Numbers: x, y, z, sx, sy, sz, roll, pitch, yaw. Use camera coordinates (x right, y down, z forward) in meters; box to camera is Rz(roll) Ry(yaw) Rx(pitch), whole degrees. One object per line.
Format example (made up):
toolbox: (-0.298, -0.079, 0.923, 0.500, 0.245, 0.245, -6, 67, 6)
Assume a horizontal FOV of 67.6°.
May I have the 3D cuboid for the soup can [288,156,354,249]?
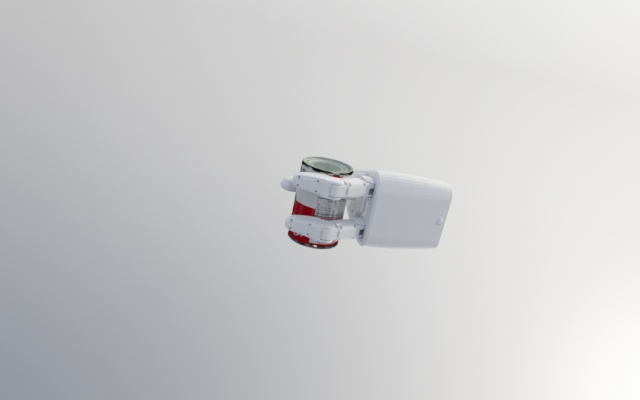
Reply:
soup can: (0.000, 0.002, 0.608, 0.068, 0.102, 0.068, 11, 19, -4)
